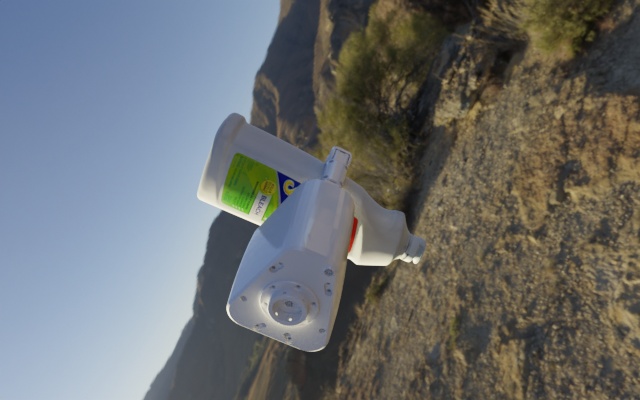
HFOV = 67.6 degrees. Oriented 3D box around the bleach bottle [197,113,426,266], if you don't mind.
[{"bbox_3d":[0.000,0.002,0.521,0.251,0.103,0.068,23,30,-5],"label":"bleach bottle"}]
